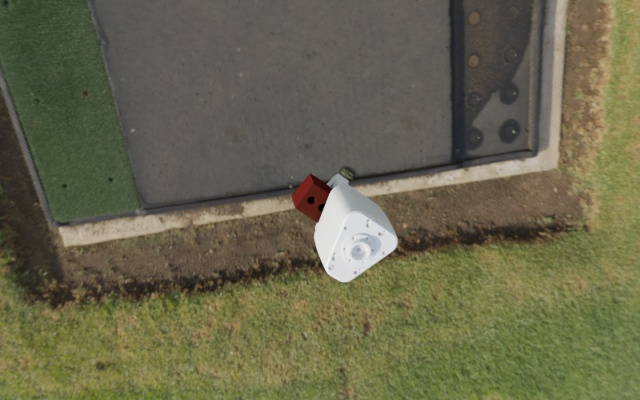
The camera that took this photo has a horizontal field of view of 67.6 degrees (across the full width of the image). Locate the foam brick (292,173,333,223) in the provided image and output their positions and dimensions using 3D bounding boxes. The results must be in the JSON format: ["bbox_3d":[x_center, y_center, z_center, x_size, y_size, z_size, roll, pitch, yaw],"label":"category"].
[{"bbox_3d":[0.000,0.002,0.781,0.078,0.053,0.051,33,14,-18],"label":"foam brick"}]
